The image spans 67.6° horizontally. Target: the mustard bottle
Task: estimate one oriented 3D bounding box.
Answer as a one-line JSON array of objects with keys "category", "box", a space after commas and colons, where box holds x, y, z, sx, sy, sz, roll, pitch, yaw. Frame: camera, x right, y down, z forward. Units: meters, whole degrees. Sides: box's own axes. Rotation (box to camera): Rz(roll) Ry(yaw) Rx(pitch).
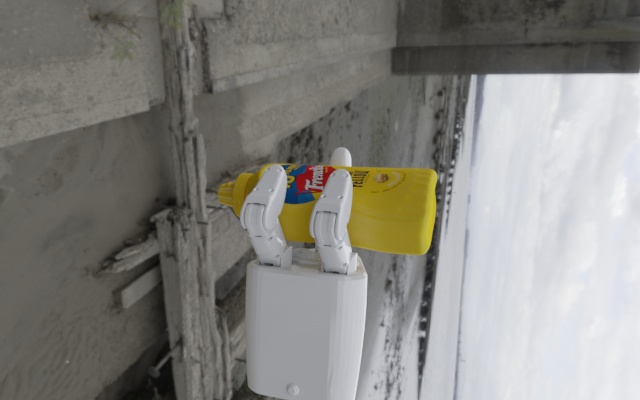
[{"category": "mustard bottle", "box": [0.000, 0.001, 0.413, 0.191, 0.058, 0.096, 4, 29, 17]}]
